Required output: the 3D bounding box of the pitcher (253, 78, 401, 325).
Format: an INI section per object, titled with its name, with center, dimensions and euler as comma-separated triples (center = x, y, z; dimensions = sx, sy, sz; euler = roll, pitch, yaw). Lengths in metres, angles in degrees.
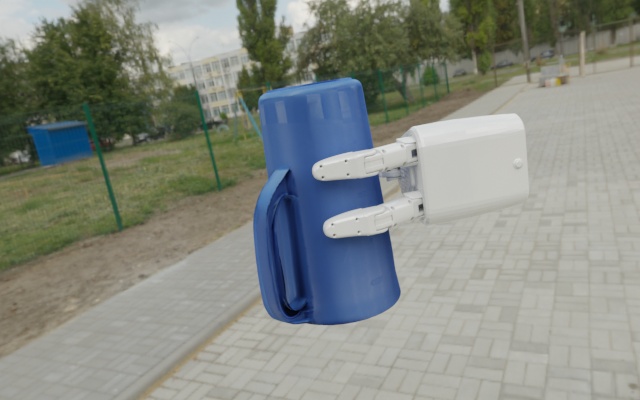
[pitcher]
center = 0.000, 0.002, 0.505
dimensions = 0.145, 0.243, 0.149
euler = -10, 12, -2
